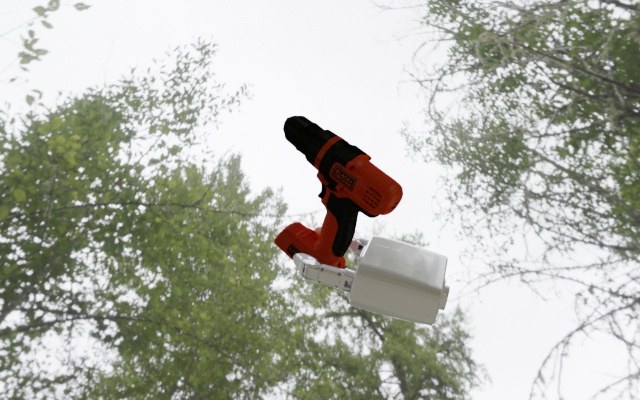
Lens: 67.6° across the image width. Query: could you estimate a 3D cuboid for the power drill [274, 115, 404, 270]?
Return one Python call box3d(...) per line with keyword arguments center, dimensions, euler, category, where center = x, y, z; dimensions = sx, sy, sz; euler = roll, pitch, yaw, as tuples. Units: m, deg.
box3d(center=(0.000, 0.003, 0.633), dimensions=(0.184, 0.188, 0.057), euler=(40, 39, 22), category="power drill")
